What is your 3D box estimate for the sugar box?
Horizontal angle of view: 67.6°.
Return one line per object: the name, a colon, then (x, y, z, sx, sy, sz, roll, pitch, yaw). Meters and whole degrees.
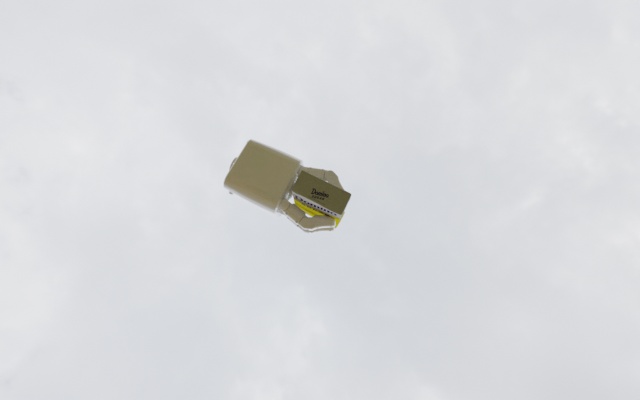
sugar box: (0.000, 0.003, 0.849, 0.093, 0.048, 0.176, 26, -7, 4)
